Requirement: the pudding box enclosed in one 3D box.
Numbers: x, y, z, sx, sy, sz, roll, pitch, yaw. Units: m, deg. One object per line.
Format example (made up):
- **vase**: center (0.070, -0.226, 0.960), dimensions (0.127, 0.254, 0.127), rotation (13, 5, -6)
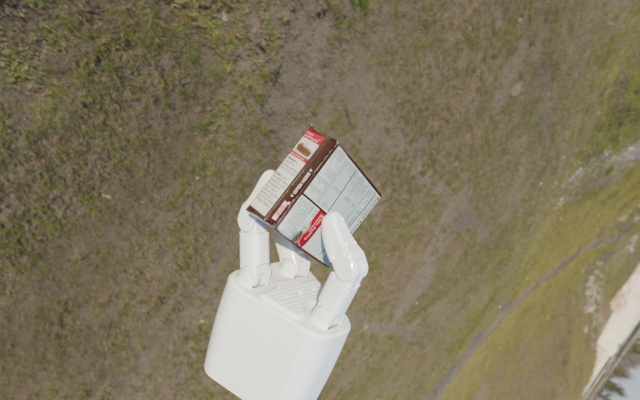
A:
- **pudding box**: center (0.000, 0.002, 0.425), dimensions (0.039, 0.090, 0.113), rotation (33, -6, 33)
